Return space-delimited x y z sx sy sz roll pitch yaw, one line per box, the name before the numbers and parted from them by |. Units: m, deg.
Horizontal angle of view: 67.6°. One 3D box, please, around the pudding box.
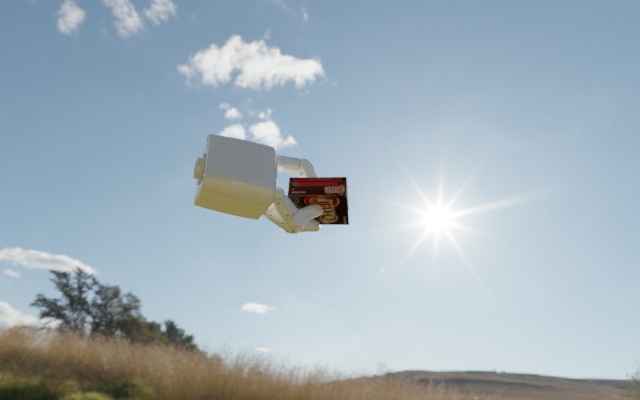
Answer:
pudding box | 0.000 0.002 0.765 0.090 0.039 0.113 1 -24 6
